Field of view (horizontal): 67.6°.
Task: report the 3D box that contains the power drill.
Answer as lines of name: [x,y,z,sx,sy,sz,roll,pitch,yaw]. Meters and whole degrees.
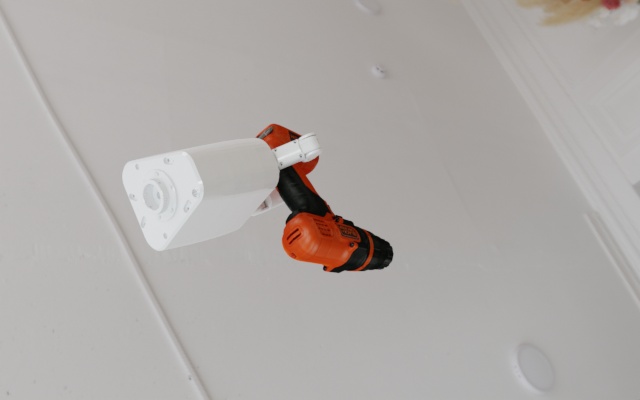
power drill: [0.000,0.002,0.571,0.057,0.187,0.184,-44,-33,19]
